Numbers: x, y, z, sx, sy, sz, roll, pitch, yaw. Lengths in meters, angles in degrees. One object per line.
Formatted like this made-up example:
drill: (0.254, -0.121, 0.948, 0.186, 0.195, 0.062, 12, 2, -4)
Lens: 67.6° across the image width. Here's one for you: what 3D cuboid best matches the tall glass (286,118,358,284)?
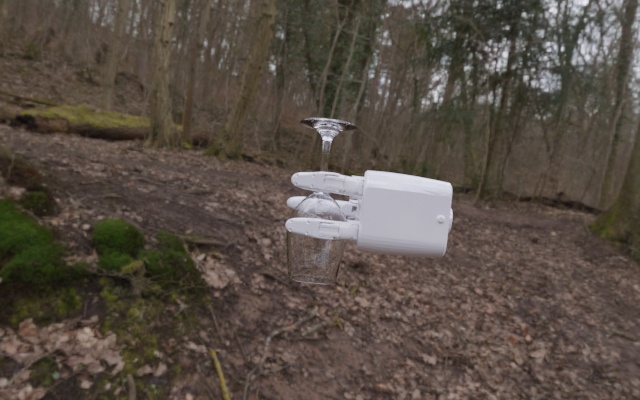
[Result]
tall glass: (0.000, 0.001, 0.608, 0.079, 0.201, 0.079, 7, -1, 0)
